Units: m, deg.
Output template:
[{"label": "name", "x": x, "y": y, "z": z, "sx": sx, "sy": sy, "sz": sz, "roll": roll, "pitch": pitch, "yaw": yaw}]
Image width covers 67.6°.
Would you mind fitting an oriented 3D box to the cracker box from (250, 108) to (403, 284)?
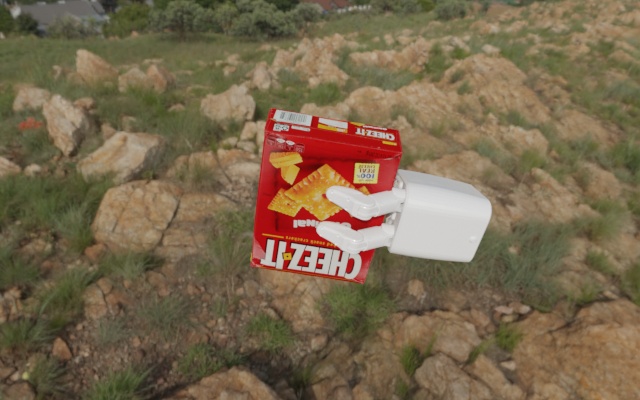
[{"label": "cracker box", "x": 0.000, "y": 0.002, "z": 0.622, "sx": 0.164, "sy": 0.214, "sz": 0.072, "roll": 9, "pitch": 33, "yaw": -2}]
